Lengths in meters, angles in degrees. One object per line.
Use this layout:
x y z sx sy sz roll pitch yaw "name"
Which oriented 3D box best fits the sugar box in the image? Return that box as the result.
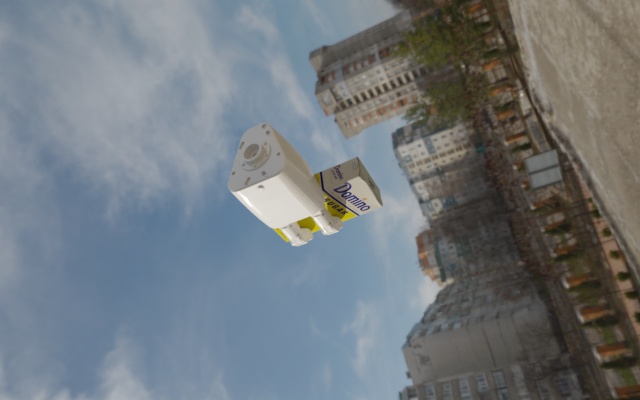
0.000 0.003 0.758 0.176 0.048 0.093 -20 -40 19 "sugar box"
